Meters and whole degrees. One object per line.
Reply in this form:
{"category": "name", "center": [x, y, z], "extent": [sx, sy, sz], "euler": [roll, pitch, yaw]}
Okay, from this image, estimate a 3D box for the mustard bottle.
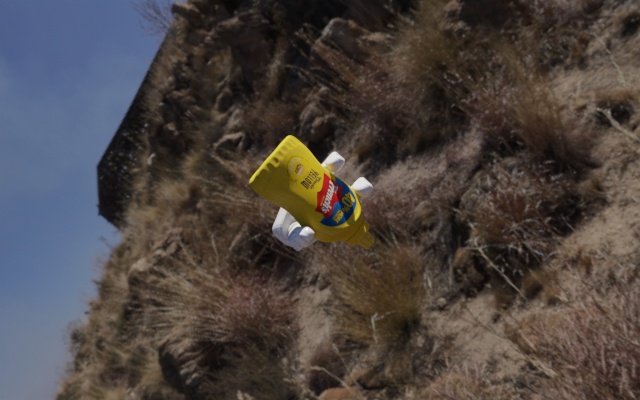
{"category": "mustard bottle", "center": [0.000, 0.002, 0.673], "extent": [0.191, 0.096, 0.058], "euler": [41, -37, -8]}
